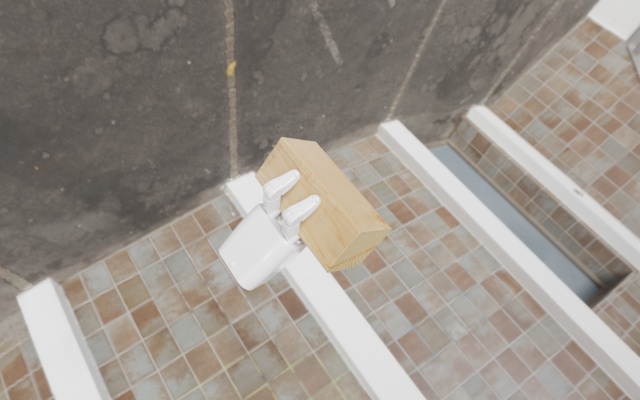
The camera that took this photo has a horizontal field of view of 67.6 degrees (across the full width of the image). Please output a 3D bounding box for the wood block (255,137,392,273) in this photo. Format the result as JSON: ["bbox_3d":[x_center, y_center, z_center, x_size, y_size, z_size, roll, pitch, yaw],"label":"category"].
[{"bbox_3d":[0.000,0.003,0.754,0.091,0.090,0.206,-1,45,-53],"label":"wood block"}]
